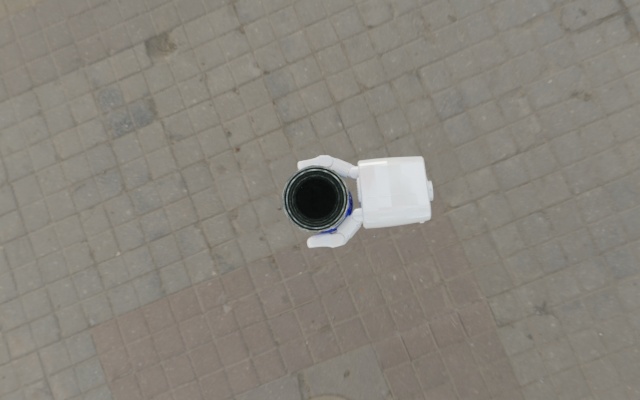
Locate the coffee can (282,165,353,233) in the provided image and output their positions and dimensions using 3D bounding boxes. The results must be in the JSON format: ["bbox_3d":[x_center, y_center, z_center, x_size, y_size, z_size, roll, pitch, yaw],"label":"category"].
[{"bbox_3d":[0.000,0.003,0.787,0.103,0.103,0.140,0,-4,6],"label":"coffee can"}]
